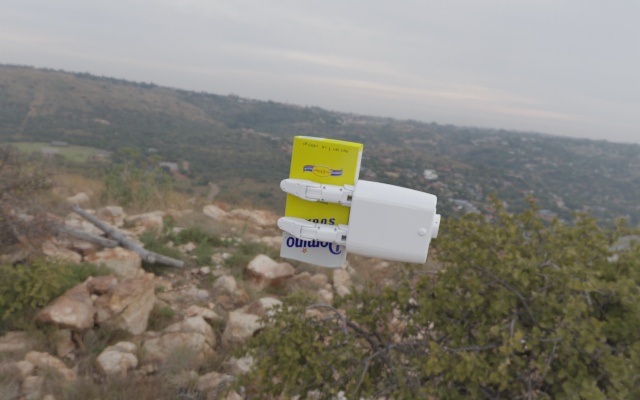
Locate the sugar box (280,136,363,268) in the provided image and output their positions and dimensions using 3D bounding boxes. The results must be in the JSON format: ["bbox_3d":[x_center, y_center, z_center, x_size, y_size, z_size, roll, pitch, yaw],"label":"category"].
[{"bbox_3d":[0.000,0.002,0.672,0.093,0.176,0.048,10,12,12],"label":"sugar box"}]
